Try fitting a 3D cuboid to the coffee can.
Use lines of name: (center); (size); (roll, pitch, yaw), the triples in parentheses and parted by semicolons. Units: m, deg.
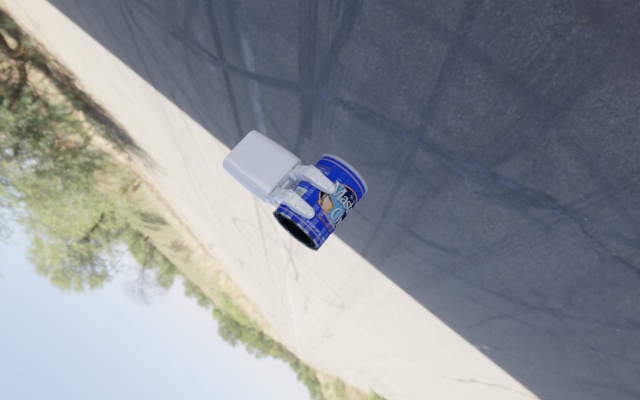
coffee can: (0.000, 0.003, 0.834); (0.103, 0.140, 0.103); (37, -17, 13)
